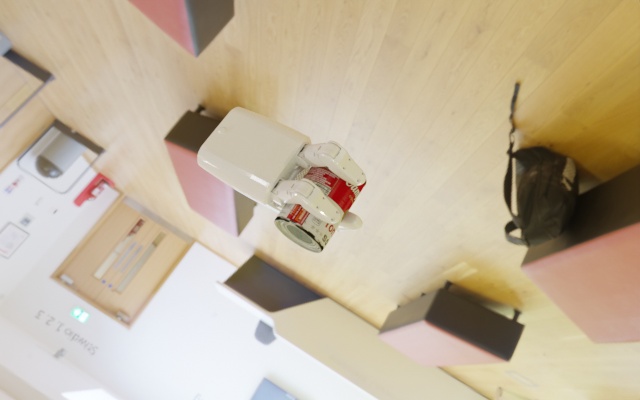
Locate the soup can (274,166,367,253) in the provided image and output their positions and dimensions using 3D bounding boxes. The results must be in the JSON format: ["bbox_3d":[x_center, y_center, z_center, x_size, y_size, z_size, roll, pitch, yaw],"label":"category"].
[{"bbox_3d":[0.000,0.002,0.562,0.068,0.102,0.068,30,-20,12],"label":"soup can"}]
